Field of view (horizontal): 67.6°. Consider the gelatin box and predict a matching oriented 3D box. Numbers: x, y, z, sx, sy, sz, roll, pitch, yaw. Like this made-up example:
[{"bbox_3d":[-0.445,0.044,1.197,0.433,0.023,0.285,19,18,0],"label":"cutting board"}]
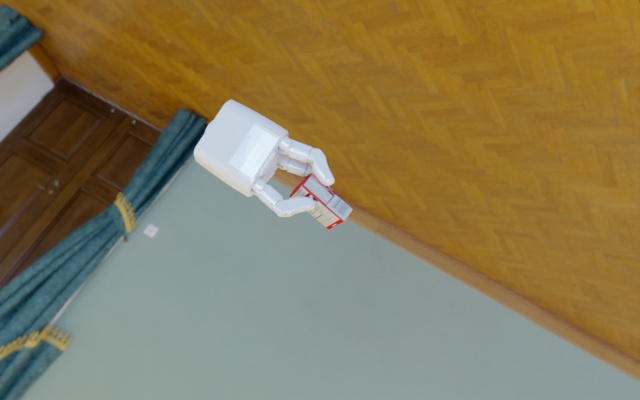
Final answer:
[{"bbox_3d":[0.000,0.003,0.752,0.089,0.030,0.073,41,-22,-5],"label":"gelatin box"}]
